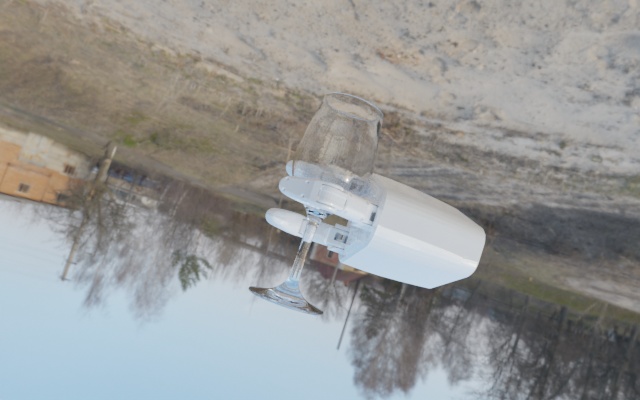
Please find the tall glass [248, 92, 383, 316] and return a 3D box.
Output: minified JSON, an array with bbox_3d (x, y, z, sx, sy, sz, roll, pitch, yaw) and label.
[{"bbox_3d":[0.000,0.002,0.458,0.079,0.201,0.079,19,-5,2],"label":"tall glass"}]
